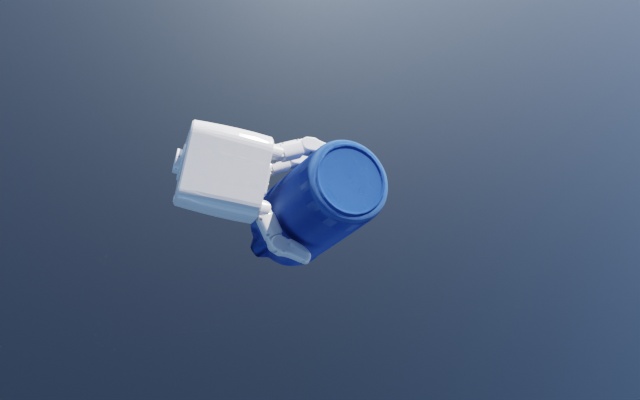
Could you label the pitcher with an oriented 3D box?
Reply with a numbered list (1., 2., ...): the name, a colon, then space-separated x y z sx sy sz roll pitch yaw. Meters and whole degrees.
1. pitcher: 0.000 0.002 0.677 0.145 0.149 0.243 14 -21 -18
